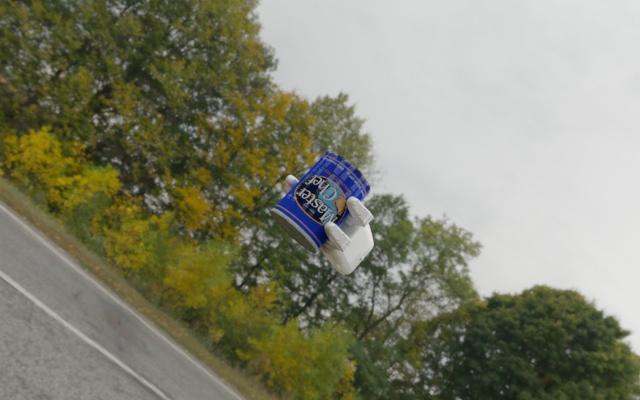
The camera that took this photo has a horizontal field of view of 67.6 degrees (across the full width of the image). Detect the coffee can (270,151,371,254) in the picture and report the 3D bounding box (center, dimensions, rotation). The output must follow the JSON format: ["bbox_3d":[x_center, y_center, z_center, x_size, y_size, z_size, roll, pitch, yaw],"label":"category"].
[{"bbox_3d":[0.000,0.003,0.796,0.103,0.140,0.103,40,-14,12],"label":"coffee can"}]
